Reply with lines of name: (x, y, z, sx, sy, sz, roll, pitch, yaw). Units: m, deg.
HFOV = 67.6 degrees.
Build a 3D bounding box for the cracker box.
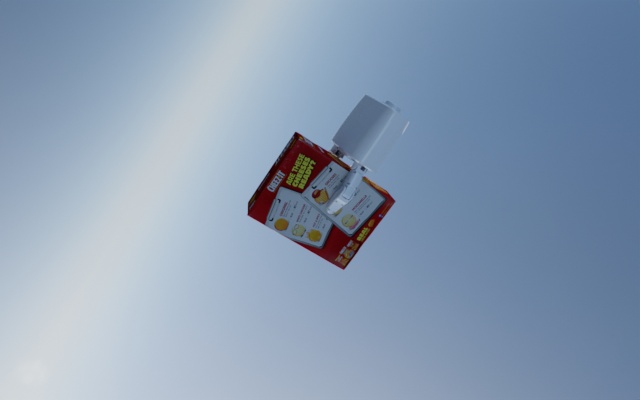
cracker box: (0.000, 0.003, 0.864, 0.214, 0.164, 0.072, 32, 12, -18)
